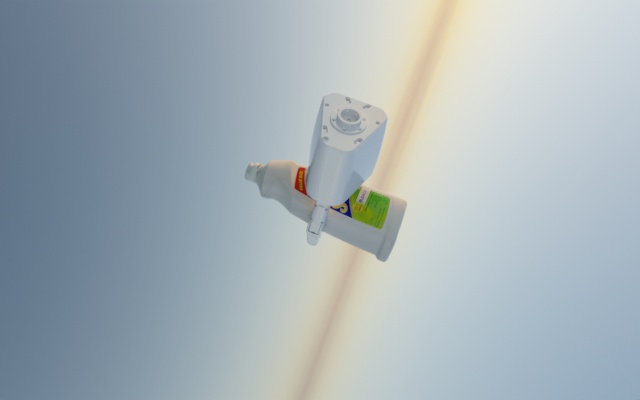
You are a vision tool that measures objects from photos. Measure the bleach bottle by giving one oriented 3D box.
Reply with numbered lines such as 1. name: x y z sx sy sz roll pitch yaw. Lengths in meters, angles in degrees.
1. bleach bottle: 0.000 0.002 0.735 0.251 0.102 0.068 20 -39 6
